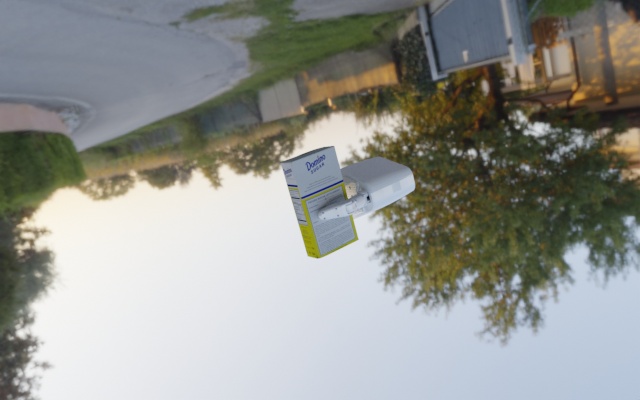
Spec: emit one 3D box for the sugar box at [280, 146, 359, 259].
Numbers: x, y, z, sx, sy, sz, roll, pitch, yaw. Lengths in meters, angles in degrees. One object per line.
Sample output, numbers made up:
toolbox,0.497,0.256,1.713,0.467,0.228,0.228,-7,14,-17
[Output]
sugar box,0.000,0.003,0.824,0.093,0.176,0.048,-23,14,-30
